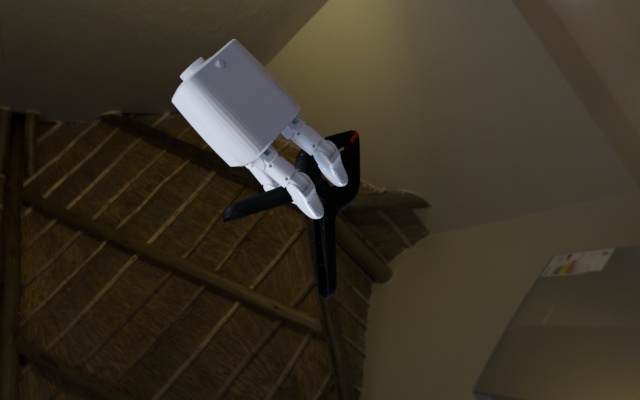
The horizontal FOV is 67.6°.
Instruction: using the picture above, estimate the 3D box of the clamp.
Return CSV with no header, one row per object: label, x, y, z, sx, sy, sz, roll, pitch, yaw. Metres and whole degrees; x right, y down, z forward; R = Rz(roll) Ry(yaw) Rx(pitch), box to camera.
clamp,0.000,0.001,0.583,0.036,0.164,0.210,-13,34,54
